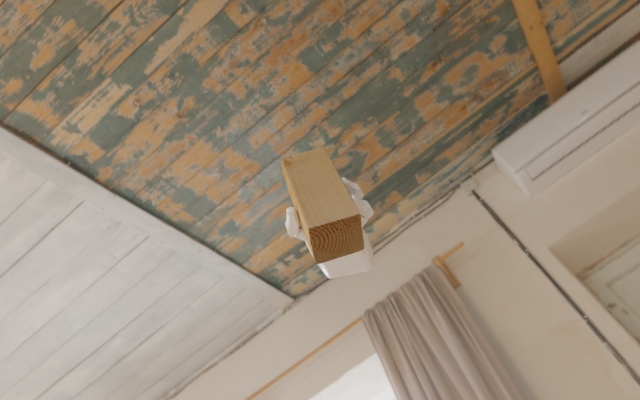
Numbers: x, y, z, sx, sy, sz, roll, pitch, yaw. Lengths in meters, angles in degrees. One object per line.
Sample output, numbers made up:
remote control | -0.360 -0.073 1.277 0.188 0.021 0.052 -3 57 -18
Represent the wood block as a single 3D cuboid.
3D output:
wood block | 0.000 0.003 0.866 0.091 0.090 0.206 -17 41 -7
